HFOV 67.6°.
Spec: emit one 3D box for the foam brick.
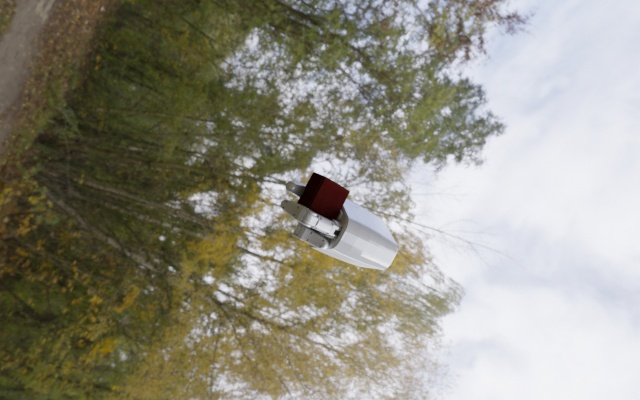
[{"bbox_3d":[0.000,0.002,0.748,0.051,0.078,0.053,26,3,-23],"label":"foam brick"}]
